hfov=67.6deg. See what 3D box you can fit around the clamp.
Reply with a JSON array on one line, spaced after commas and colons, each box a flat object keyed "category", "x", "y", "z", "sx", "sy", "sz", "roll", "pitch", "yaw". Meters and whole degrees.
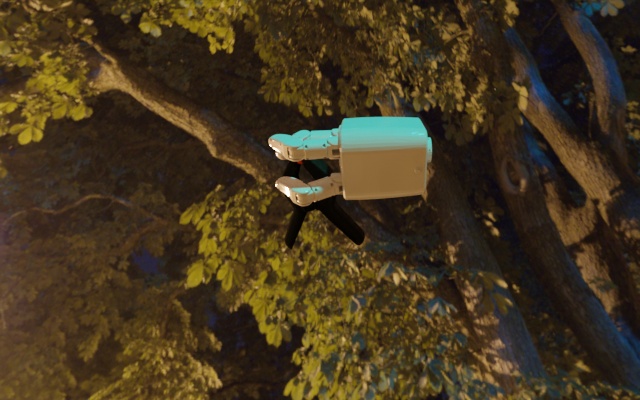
[{"category": "clamp", "x": 0.000, "y": 0.002, "z": 0.667, "sx": 0.120, "sy": 0.172, "sz": 0.039, "roll": -1, "pitch": 36, "yaw": 6}]
